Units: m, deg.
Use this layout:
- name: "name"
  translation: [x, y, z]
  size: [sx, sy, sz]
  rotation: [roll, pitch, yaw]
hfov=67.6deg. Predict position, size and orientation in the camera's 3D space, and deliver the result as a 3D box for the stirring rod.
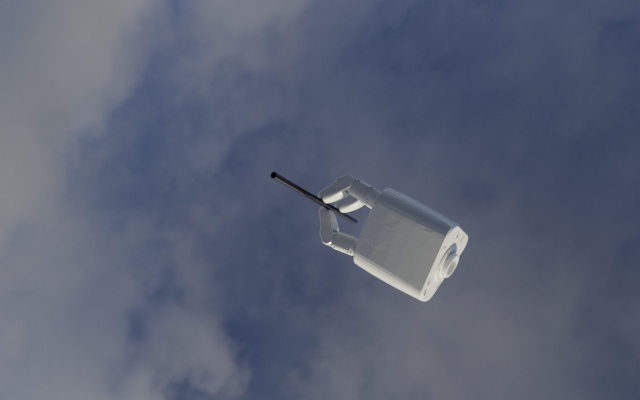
- name: "stirring rod"
  translation: [0.000, 0.002, 0.661]
  size: [0.011, 0.011, 0.239]
  rotation: [0, -15, 28]
